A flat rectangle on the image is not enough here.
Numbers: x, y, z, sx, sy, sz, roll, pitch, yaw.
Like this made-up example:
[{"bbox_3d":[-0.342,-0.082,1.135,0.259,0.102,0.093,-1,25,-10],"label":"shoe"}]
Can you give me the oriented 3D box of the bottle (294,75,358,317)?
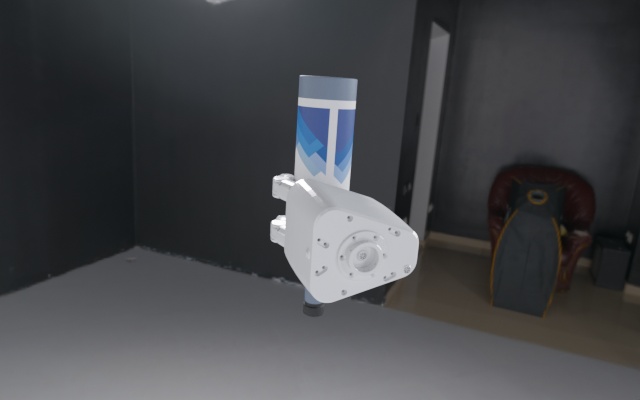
[{"bbox_3d":[0.000,0.002,0.581,0.069,0.296,0.069,3,14,-1],"label":"bottle"}]
